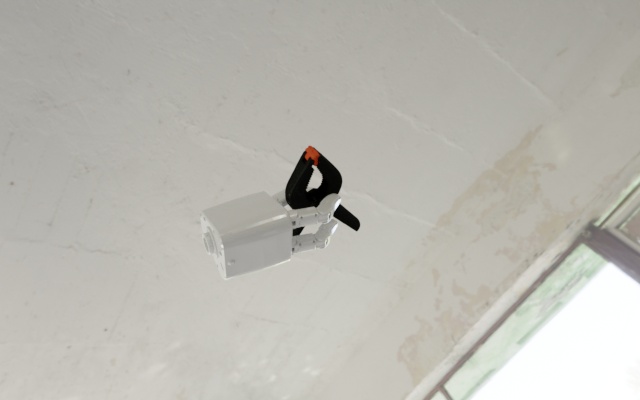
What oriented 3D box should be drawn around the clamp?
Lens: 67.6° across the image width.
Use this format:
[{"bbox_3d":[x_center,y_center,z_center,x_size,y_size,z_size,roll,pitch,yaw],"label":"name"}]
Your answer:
[{"bbox_3d":[0.000,0.002,0.762,0.164,0.210,0.036,-16,45,-23],"label":"clamp"}]
